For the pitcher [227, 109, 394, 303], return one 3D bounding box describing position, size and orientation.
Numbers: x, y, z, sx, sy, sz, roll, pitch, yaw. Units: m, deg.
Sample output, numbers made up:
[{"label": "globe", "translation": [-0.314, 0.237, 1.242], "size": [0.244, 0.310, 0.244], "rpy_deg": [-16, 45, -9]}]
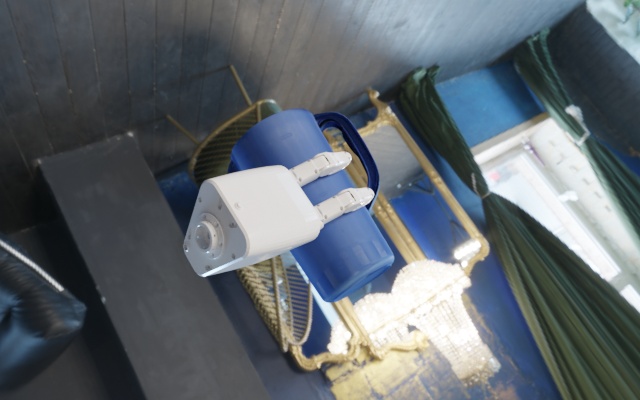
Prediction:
[{"label": "pitcher", "translation": [0.000, 0.002, 0.639], "size": [0.145, 0.242, 0.149], "rpy_deg": [-14, -24, -48]}]
